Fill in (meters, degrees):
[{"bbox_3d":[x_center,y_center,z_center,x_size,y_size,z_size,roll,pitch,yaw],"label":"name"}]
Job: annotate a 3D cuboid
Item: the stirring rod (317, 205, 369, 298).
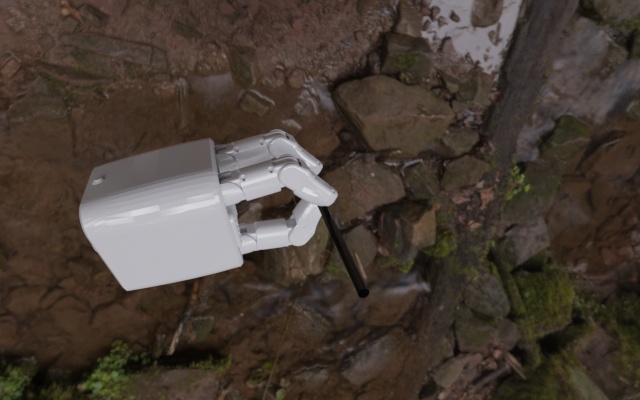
[{"bbox_3d":[0.000,0.001,0.416,0.011,0.011,0.239,0,30,-16],"label":"stirring rod"}]
